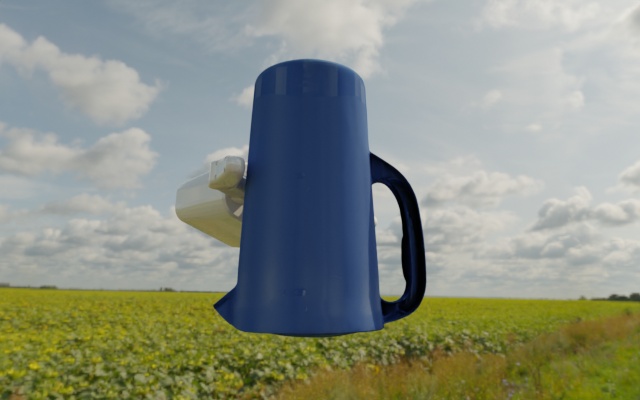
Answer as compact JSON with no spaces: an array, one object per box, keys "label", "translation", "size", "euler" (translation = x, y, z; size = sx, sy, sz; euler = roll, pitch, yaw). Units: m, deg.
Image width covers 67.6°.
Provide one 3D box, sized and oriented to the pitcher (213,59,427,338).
[{"label":"pitcher","translation":[0.000,0.001,0.444],"size":[0.145,0.242,0.149],"euler":[-10,-15,44]}]
